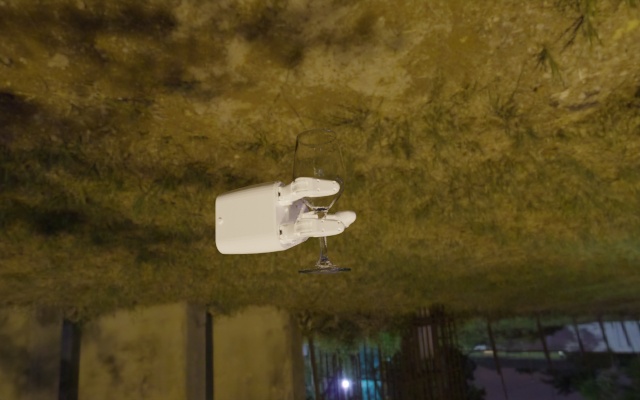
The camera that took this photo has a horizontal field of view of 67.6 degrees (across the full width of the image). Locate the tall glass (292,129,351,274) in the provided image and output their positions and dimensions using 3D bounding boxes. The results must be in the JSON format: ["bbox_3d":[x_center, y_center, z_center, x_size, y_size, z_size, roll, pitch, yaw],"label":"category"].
[{"bbox_3d":[0.000,0.003,0.687,0.079,0.201,0.079,-3,-13,-1],"label":"tall glass"}]
